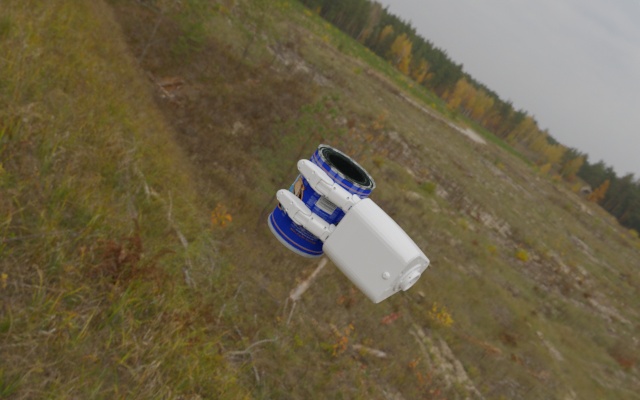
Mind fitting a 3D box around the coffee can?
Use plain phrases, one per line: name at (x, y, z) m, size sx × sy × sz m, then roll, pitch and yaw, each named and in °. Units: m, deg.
coffee can at (0.000, 0.002, 0.719) m, size 0.103 × 0.140 × 0.102 m, roll 31°, pitch 21°, yaw -14°
